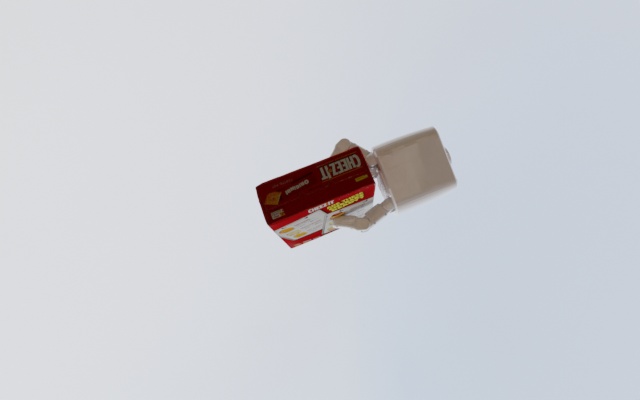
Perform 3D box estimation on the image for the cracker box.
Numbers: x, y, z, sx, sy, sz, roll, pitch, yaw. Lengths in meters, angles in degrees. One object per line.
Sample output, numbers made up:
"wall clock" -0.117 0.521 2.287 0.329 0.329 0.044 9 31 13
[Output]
"cracker box" 0.000 0.003 0.771 0.164 0.072 0.214 -22 -15 0
